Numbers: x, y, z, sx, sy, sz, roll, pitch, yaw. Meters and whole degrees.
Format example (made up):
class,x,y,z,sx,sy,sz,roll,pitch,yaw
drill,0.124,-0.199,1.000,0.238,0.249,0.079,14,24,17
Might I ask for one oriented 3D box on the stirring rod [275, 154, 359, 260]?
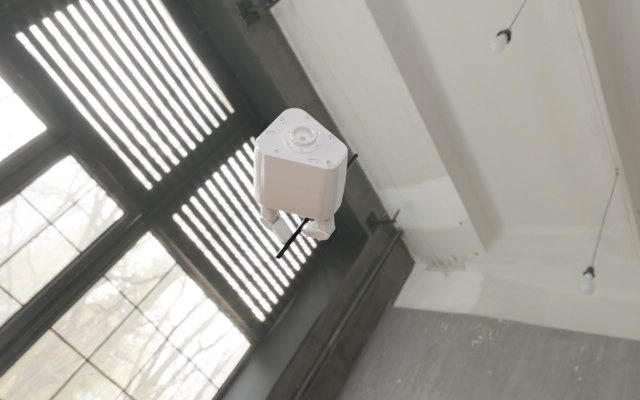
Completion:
class,x,y,z,sx,sy,sz,roll,pitch,yaw
stirring rod,0.000,0.002,0.751,0.011,0.011,0.239,0,41,43
